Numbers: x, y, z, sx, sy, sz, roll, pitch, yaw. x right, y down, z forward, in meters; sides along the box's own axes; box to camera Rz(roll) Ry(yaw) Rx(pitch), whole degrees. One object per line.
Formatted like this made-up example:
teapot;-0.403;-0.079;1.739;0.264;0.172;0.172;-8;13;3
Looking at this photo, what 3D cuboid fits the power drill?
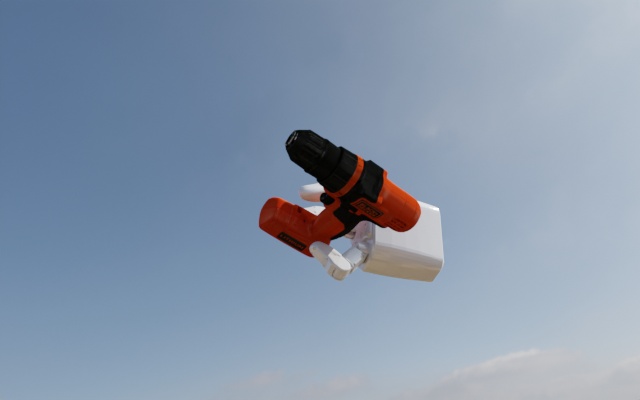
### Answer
power drill;0.000;0.002;0.589;0.184;0.057;0.188;33;-35;-21
